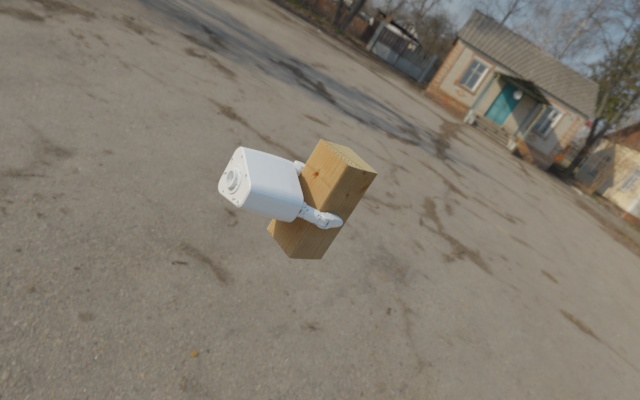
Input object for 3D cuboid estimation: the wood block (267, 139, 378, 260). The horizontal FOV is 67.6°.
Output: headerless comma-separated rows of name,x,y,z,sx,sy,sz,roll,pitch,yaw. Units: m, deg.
wood block,0.000,0.003,0.890,0.090,0.206,0.090,10,30,-47
